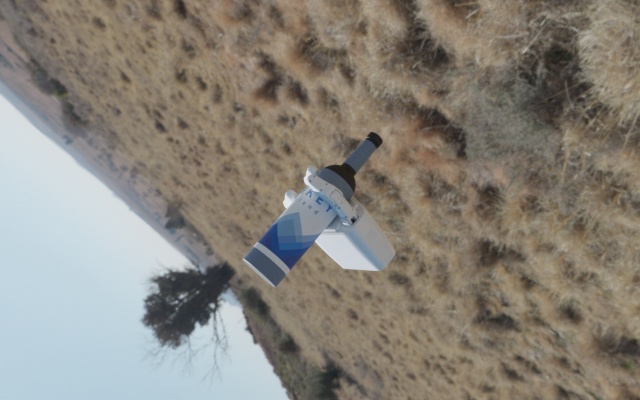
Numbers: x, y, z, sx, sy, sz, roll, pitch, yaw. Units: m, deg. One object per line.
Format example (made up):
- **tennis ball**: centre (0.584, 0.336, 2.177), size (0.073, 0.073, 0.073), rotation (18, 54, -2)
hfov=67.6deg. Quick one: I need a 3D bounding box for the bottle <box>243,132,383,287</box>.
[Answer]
- **bottle**: centre (0.000, 0.003, 0.758), size (0.069, 0.295, 0.069), rotation (38, -15, 12)
